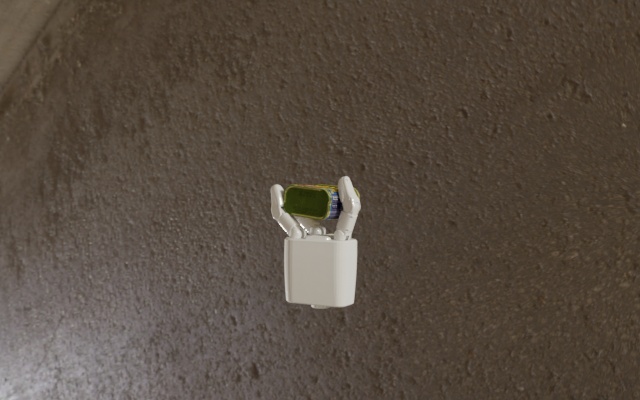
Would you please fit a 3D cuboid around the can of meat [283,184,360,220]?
[{"bbox_3d":[0.000,0.003,0.800,0.102,0.057,0.084,7,5,37],"label":"can of meat"}]
